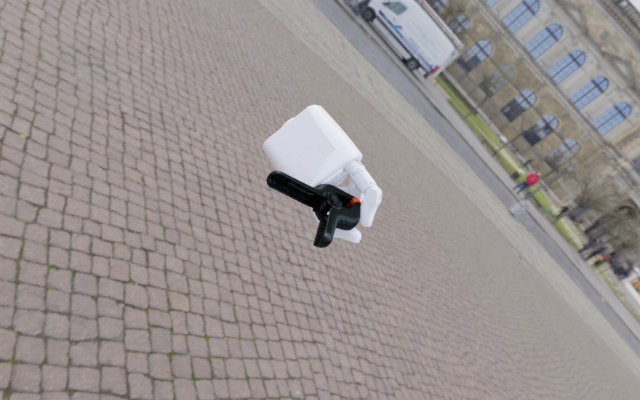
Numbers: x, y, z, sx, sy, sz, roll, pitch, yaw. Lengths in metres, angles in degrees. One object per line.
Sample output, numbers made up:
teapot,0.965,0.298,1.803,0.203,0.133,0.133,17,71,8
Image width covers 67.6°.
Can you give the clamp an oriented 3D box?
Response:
clamp,0.001,0.002,0.651,0.039,0.120,0.171,-41,-11,21
